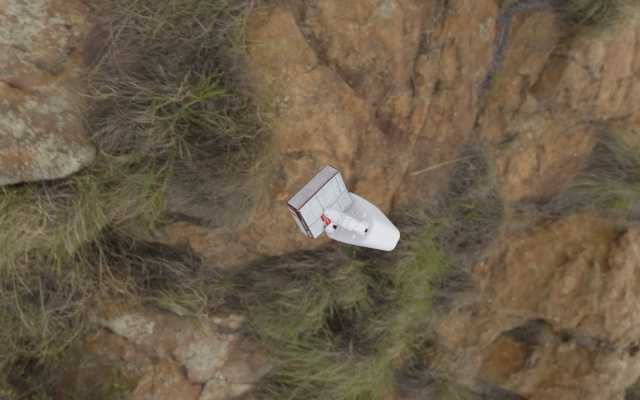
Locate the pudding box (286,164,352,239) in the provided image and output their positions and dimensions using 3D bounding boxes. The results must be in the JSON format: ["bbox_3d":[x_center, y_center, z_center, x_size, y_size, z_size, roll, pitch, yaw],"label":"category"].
[{"bbox_3d":[0.000,0.003,0.883,0.039,0.113,0.090,28,-25,41],"label":"pudding box"}]
